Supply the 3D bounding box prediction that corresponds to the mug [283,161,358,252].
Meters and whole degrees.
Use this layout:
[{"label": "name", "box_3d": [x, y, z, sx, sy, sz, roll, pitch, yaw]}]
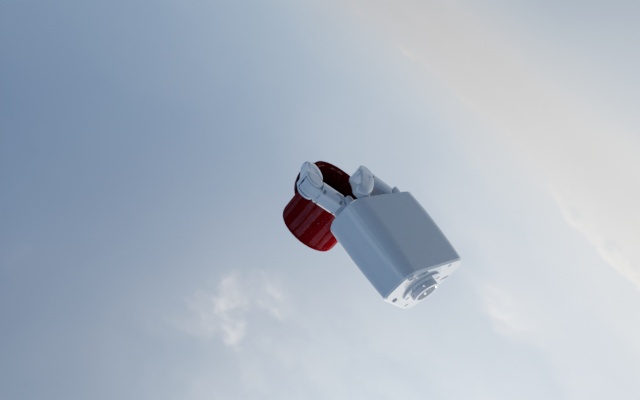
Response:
[{"label": "mug", "box_3d": [-0.001, 0.001, 0.613, 0.093, 0.081, 0.117, 13, 35, -48]}]
